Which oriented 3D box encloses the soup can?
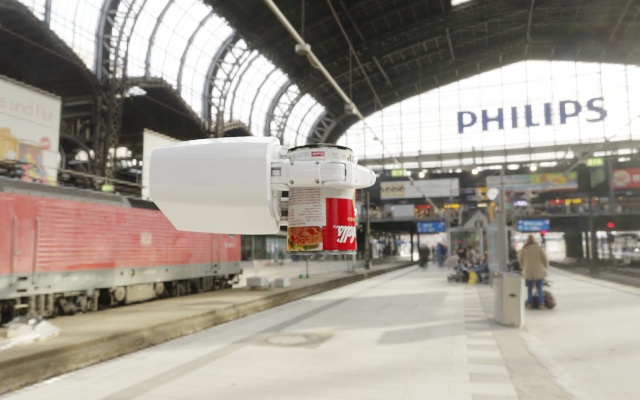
[{"bbox_3d":[0.001,0.001,0.465,0.068,0.102,0.068,0,-6,0],"label":"soup can"}]
